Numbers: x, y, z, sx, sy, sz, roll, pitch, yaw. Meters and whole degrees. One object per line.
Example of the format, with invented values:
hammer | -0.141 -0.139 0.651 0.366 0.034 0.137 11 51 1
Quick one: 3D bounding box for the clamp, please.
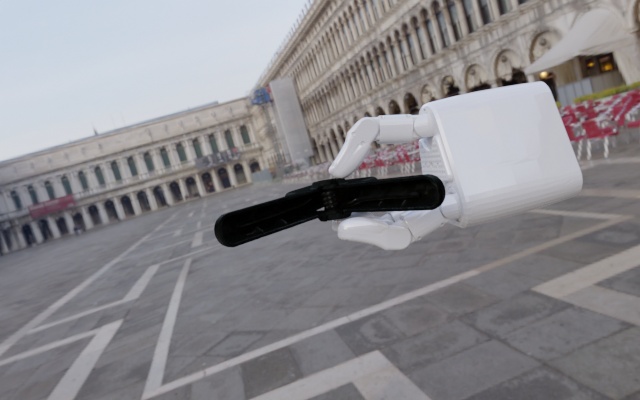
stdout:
clamp | 0.000 0.000 0.421 0.164 0.036 0.210 -10 5 -3
